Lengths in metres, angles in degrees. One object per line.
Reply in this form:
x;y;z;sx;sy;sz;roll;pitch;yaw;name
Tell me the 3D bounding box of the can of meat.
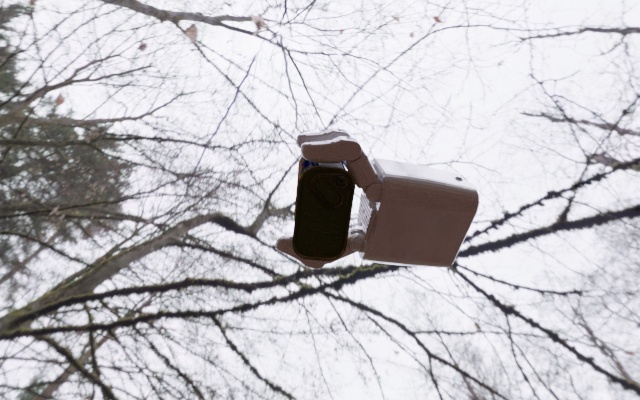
0.000;0.002;0.523;0.057;0.102;0.084;5;19;-6;can of meat
